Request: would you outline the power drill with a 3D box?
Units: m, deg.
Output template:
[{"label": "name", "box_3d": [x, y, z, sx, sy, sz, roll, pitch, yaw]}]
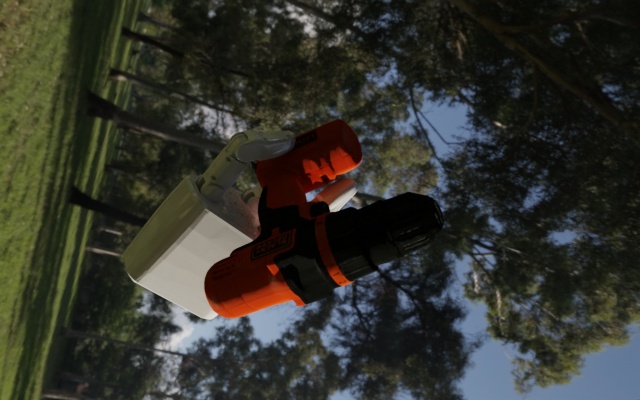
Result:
[{"label": "power drill", "box_3d": [0.000, 0.001, 0.401, 0.184, 0.057, 0.187, -21, 30, 15]}]
